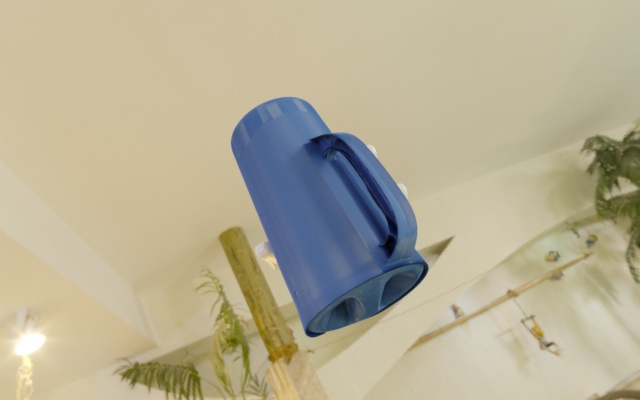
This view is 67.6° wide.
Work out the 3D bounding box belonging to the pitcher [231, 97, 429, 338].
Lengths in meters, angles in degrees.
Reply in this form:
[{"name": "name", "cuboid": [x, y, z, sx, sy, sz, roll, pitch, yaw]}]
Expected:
[{"name": "pitcher", "cuboid": [0.000, 0.002, 0.497, 0.149, 0.242, 0.145, -33, -27, 8]}]
